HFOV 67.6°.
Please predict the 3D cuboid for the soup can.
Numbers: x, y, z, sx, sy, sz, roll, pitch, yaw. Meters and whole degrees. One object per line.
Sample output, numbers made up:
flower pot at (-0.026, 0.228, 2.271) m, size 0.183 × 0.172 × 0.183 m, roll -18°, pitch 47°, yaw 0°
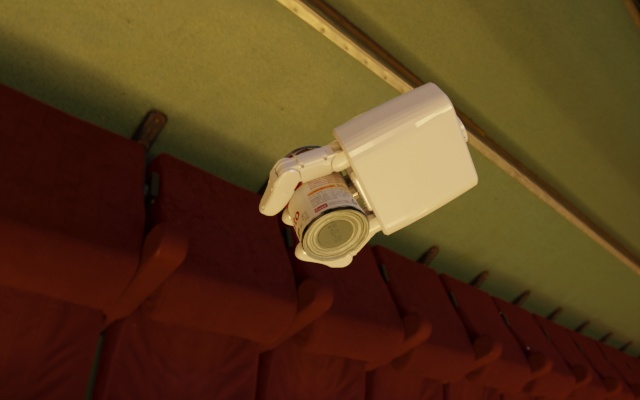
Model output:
soup can at (0.000, 0.002, 0.471) m, size 0.068 × 0.068 × 0.102 m, roll 0°, pitch 39°, yaw -22°
